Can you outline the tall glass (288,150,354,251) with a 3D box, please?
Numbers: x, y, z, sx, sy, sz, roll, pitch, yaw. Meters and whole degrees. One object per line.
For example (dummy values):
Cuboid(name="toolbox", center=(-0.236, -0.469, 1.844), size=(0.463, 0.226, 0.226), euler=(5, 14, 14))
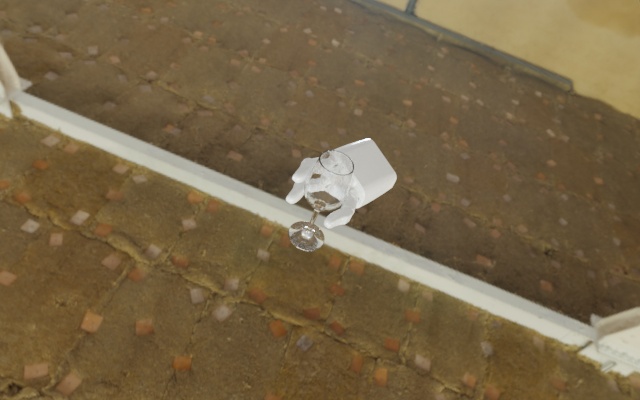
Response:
Cuboid(name="tall glass", center=(0.000, 0.003, 0.867), size=(0.079, 0.079, 0.201), euler=(0, -42, -22))
